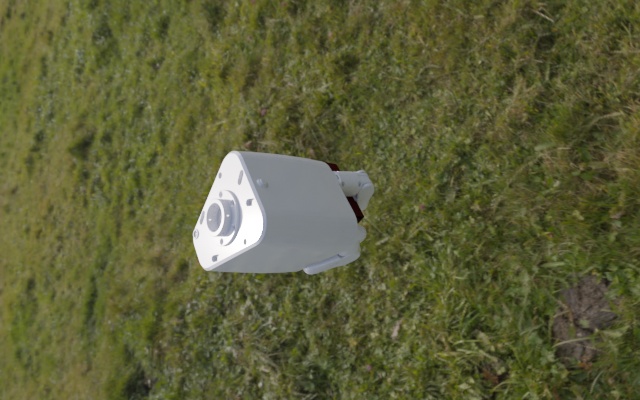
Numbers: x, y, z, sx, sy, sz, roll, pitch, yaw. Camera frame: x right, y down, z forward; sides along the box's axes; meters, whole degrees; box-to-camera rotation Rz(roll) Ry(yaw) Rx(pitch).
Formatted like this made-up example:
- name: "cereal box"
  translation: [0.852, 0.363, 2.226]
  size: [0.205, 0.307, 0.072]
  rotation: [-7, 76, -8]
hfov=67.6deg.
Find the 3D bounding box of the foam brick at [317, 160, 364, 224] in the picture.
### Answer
- name: "foam brick"
  translation: [0.000, 0.002, 0.517]
  size: [0.051, 0.078, 0.053]
  rotation: [5, -42, -43]
